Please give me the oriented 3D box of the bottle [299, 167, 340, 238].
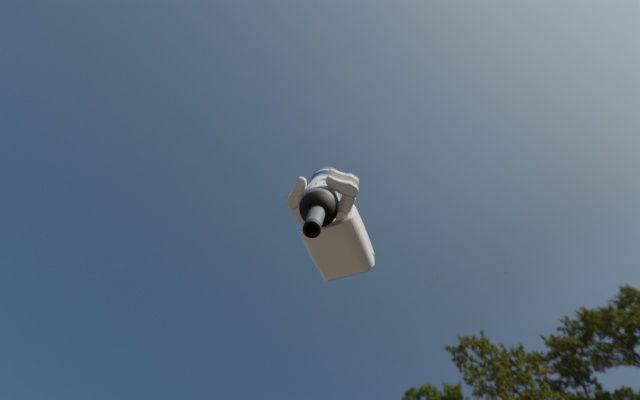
[{"bbox_3d":[0.000,0.003,0.845,0.069,0.069,0.295,0,16,5],"label":"bottle"}]
